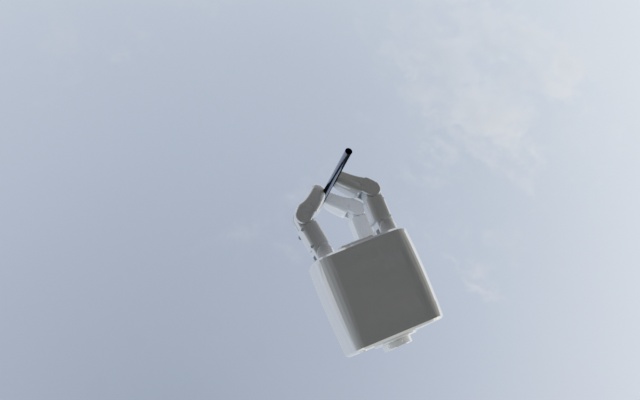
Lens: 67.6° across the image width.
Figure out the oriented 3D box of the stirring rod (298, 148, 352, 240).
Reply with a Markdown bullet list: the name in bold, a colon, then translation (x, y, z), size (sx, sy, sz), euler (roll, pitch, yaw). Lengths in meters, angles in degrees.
- **stirring rod**: translation (0.000, 0.002, 0.590), size (0.011, 0.011, 0.240), euler (0, -26, -15)
